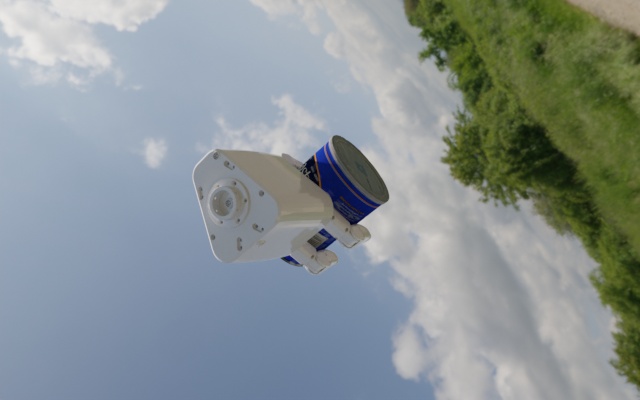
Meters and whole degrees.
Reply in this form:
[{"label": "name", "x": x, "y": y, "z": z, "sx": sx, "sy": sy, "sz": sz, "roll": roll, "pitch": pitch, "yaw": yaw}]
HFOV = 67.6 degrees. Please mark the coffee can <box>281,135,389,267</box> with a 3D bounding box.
[{"label": "coffee can", "x": 0.000, "y": 0.002, "z": 0.599, "sx": 0.140, "sy": 0.102, "sz": 0.103, "roll": -40, "pitch": -17, "yaw": 21}]
